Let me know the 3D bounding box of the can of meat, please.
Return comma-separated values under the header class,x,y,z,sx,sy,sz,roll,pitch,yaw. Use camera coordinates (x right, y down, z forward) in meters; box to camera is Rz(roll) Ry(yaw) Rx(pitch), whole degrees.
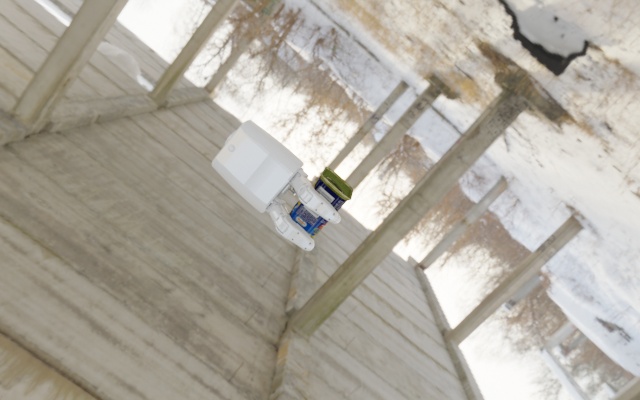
class,x,y,z,sx,sy,sz,roll,pitch,yaw
can of meat,0.000,0.003,0.724,0.057,0.084,0.102,41,13,-3
